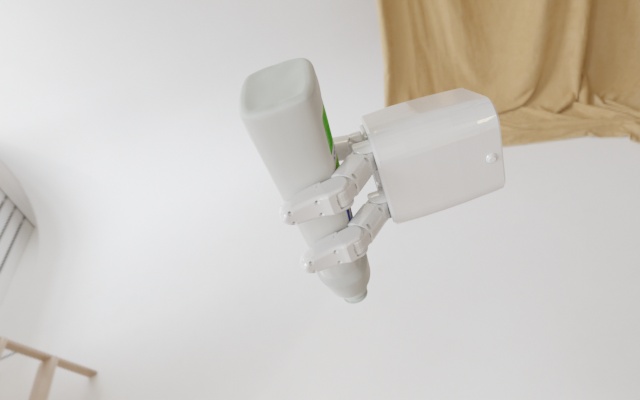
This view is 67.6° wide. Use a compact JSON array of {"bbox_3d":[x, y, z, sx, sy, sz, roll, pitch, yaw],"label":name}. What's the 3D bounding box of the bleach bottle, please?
[{"bbox_3d":[0.000,0.002,0.458,0.068,0.251,0.102,-17,35,7],"label":"bleach bottle"}]
